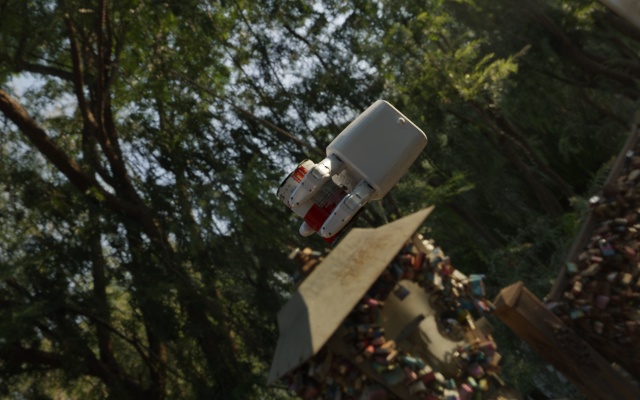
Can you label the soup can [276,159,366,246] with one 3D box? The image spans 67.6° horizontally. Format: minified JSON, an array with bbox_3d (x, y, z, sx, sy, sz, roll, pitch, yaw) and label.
[{"bbox_3d":[0.000,0.002,0.635,0.102,0.068,0.068,42,6,6],"label":"soup can"}]
